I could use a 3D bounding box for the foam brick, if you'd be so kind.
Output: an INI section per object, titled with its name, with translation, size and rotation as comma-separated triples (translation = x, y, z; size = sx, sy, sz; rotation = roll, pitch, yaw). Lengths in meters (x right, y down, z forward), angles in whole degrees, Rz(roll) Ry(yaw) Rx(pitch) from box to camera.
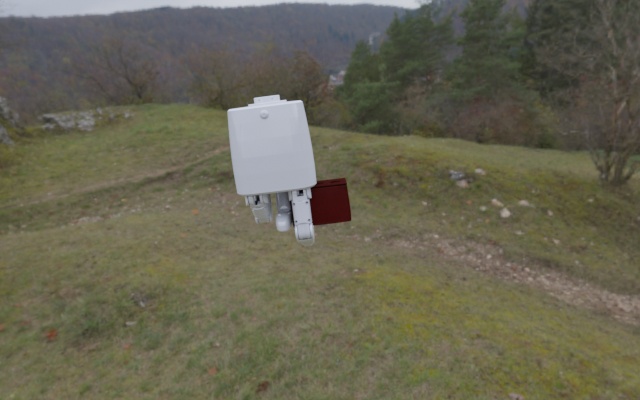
[foam brick]
translation = 0.000, 0.002, 0.631
size = 0.078, 0.051, 0.053
rotation = -7, 9, 2
